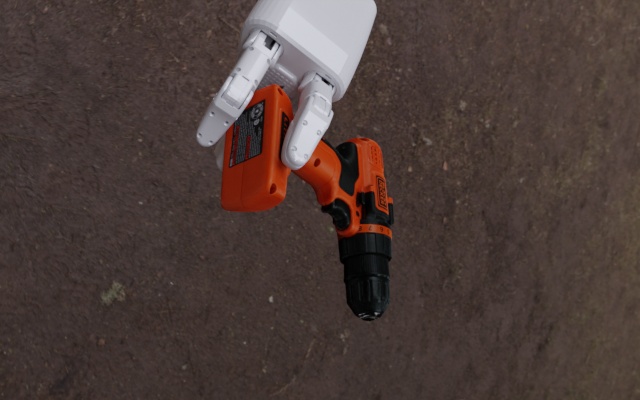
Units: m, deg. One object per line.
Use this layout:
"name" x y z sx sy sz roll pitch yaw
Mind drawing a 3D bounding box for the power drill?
"power drill" 0.000 0.001 0.417 0.057 0.184 0.188 -20 -31 31
